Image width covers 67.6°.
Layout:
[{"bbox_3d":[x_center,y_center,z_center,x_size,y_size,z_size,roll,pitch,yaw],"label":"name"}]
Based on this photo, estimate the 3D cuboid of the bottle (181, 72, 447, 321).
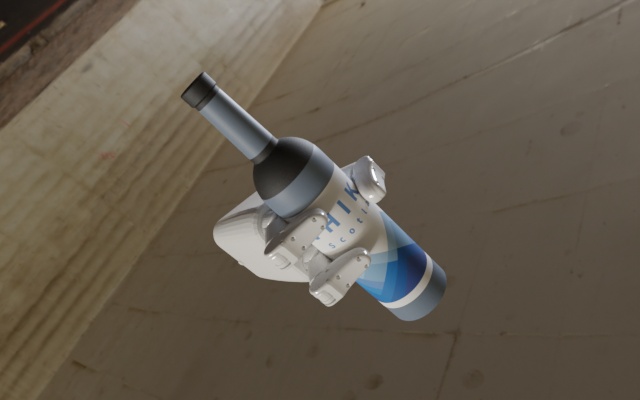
[{"bbox_3d":[0.000,0.002,0.427,0.296,0.069,0.069,43,-20,-23],"label":"bottle"}]
